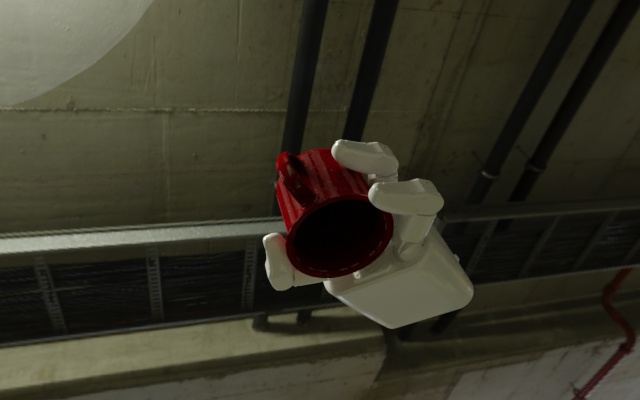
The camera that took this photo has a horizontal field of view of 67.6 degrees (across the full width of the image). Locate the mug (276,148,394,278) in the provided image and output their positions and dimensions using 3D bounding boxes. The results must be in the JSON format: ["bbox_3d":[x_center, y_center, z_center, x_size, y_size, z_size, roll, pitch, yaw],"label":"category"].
[{"bbox_3d":[-0.001,0.001,0.415,0.093,0.081,0.117,-37,-50,13],"label":"mug"}]
